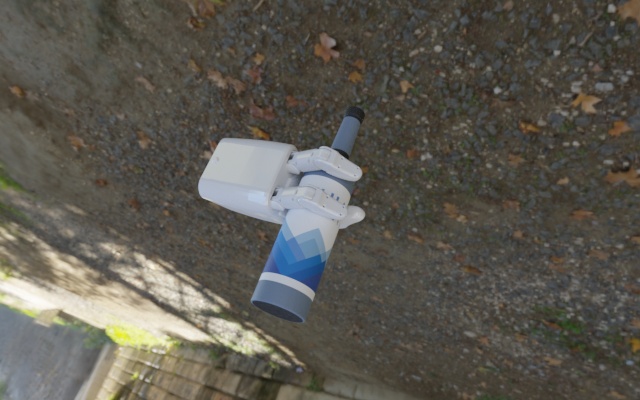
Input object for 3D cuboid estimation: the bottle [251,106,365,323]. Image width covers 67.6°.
[{"bbox_3d":[0.000,0.002,0.603,0.069,0.295,0.069,18,-25,8],"label":"bottle"}]
